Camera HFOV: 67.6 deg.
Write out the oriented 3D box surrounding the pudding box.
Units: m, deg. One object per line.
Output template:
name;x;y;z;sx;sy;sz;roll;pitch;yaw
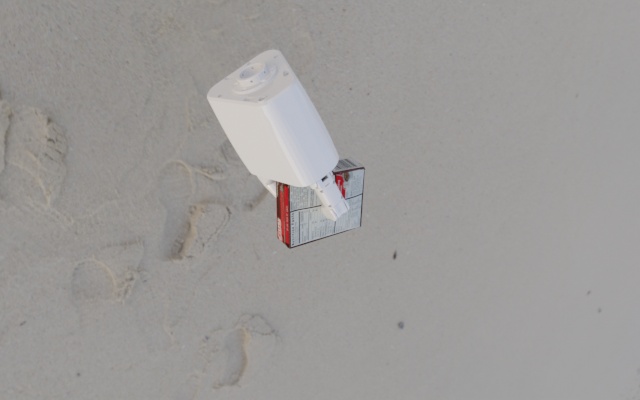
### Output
pudding box;0.000;0.002;0.597;0.113;0.090;0.039;-13;31;-27
